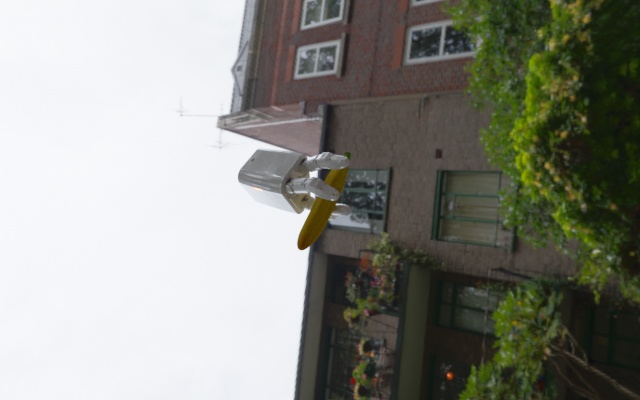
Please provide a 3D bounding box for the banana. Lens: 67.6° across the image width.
[{"bbox_3d":[0.004,0.007,0.863,0.037,0.197,0.070,20,-17,15],"label":"banana"}]
